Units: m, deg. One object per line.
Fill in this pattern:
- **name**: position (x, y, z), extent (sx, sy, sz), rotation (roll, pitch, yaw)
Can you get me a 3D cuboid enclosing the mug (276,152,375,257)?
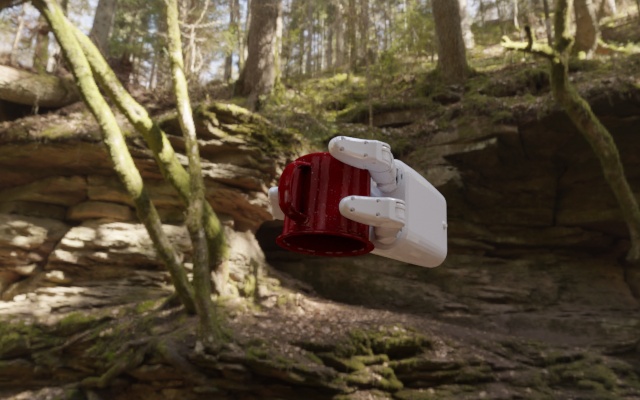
- **mug**: position (-0.001, 0.001, 0.454), extent (0.093, 0.081, 0.117), rotation (-10, -23, 36)
